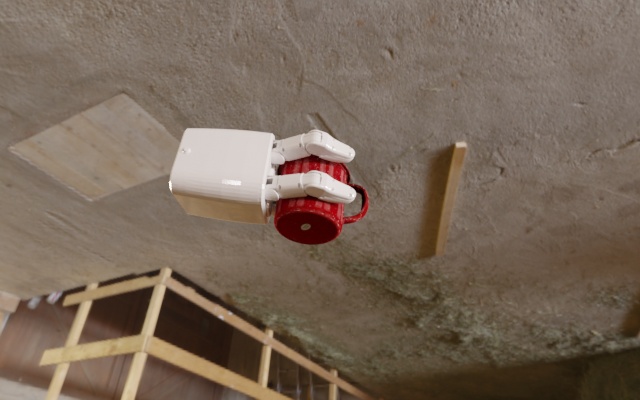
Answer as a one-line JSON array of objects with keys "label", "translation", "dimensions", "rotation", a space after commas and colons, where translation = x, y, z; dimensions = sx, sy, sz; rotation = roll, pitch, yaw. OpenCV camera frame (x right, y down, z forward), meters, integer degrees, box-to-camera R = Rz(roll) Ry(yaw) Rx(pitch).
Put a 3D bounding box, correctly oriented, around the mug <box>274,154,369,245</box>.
[{"label": "mug", "translation": [0.002, 0.002, 0.581], "dimensions": [0.117, 0.081, 0.093], "rotation": [5, -35, 1]}]
